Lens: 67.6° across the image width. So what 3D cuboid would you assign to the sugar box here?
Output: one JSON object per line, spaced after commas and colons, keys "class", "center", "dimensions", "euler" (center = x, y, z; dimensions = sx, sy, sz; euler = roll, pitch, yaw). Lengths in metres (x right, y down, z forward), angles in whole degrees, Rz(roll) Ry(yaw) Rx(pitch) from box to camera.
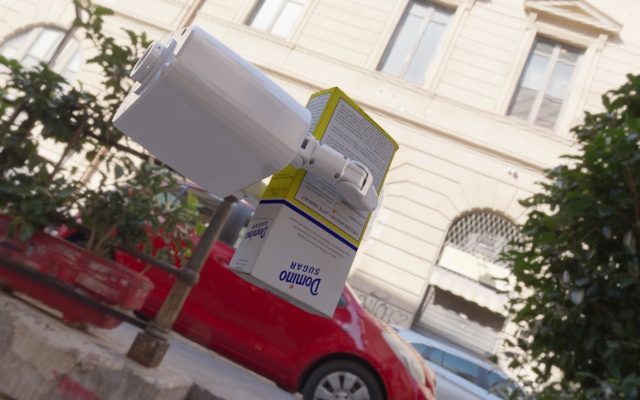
{"class": "sugar box", "center": [0.000, 0.001, 0.416], "dimensions": [0.093, 0.176, 0.048], "euler": [36, -19, -31]}
